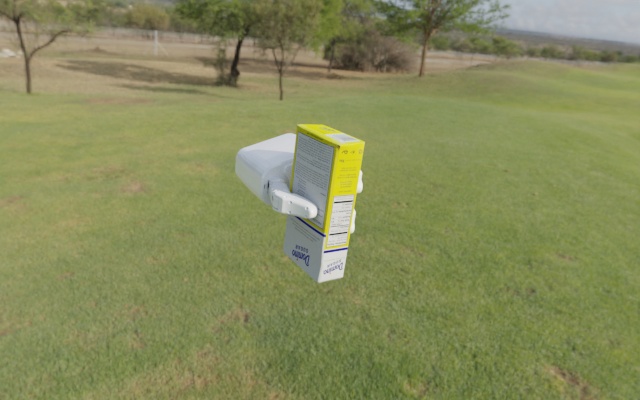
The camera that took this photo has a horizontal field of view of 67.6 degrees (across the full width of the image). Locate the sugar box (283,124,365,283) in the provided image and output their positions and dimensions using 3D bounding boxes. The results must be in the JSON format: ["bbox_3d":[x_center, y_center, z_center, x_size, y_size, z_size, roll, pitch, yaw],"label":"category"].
[{"bbox_3d":[0.000,0.002,0.593,0.048,0.176,0.093,-8,25,-32],"label":"sugar box"}]
